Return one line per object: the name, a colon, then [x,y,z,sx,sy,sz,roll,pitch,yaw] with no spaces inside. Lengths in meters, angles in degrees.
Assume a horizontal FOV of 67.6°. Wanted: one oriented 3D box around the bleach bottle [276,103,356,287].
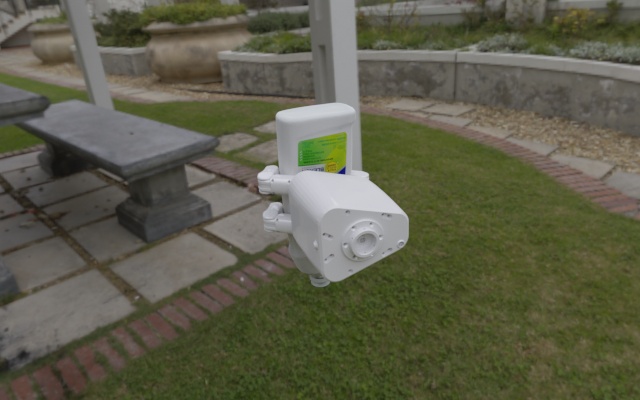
bleach bottle: [0.000,0.002,0.647,0.102,0.251,0.068,-11,25,-16]
